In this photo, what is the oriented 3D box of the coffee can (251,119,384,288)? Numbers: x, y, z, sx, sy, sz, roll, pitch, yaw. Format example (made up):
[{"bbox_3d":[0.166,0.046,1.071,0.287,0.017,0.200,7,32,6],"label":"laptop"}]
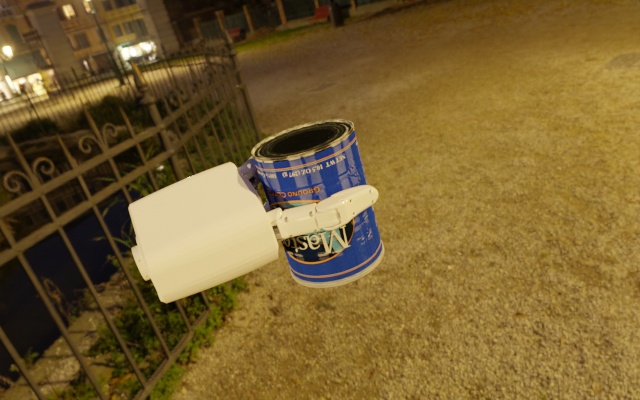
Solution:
[{"bbox_3d":[0.000,0.002,0.483,0.103,0.140,0.102,-14,23,6],"label":"coffee can"}]
